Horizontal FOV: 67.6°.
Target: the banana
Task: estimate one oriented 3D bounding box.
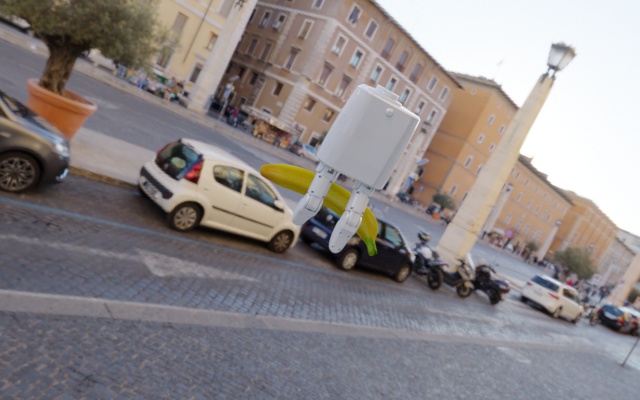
[{"bbox_3d":[0.009,-0.002,0.674,0.198,0.037,0.069,35,28,4],"label":"banana"}]
